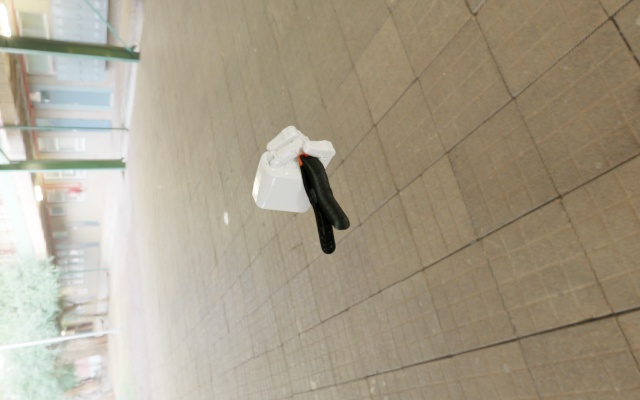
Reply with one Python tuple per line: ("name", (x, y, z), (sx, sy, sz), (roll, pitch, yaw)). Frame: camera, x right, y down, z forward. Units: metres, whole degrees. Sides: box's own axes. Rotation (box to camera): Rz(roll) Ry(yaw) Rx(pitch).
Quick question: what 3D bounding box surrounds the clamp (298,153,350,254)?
("clamp", (0.000, 0.002, 0.782), (0.039, 0.171, 0.120), (-7, -33, -21))
